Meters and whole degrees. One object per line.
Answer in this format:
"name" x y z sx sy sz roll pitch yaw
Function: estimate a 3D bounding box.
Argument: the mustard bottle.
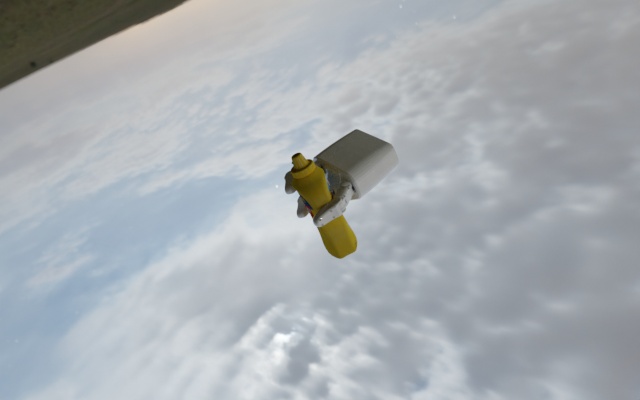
"mustard bottle" 0.000 0.003 0.810 0.058 0.192 0.096 -27 27 -1
